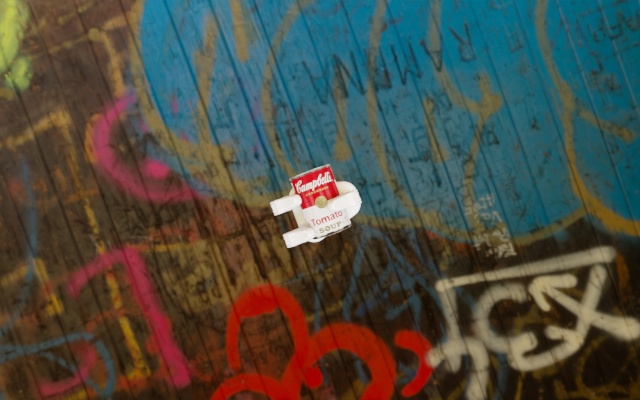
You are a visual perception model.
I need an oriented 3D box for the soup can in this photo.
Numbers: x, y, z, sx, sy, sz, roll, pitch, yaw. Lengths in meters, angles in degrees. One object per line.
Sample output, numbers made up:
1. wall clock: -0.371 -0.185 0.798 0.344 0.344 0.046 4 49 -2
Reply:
1. soup can: 0.000 0.003 0.745 0.068 0.102 0.068 -20 1 1
